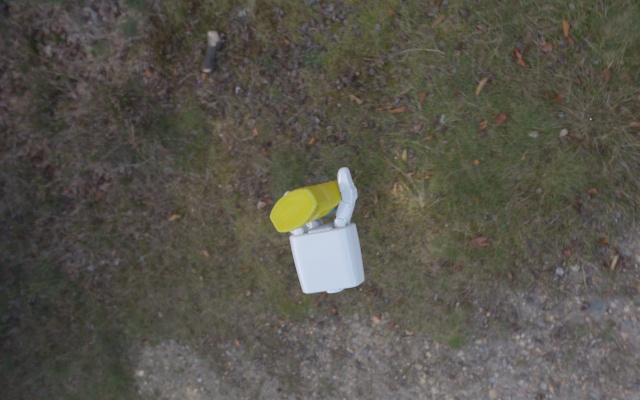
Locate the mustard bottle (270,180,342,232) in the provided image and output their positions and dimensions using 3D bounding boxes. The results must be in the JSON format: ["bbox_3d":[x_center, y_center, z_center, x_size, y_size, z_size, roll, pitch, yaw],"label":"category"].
[{"bbox_3d":[0.000,0.002,0.841,0.096,0.058,0.191,-38,-10,29],"label":"mustard bottle"}]
